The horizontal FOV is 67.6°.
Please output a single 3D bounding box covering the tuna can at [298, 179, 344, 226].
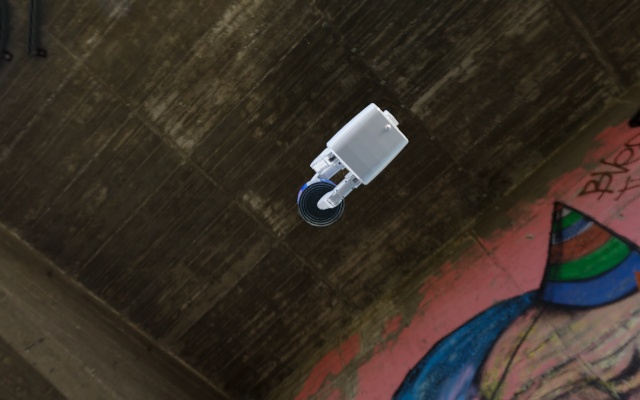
[{"bbox_3d":[0.000,0.003,0.891,0.086,0.086,0.033,0,14,-6],"label":"tuna can"}]
